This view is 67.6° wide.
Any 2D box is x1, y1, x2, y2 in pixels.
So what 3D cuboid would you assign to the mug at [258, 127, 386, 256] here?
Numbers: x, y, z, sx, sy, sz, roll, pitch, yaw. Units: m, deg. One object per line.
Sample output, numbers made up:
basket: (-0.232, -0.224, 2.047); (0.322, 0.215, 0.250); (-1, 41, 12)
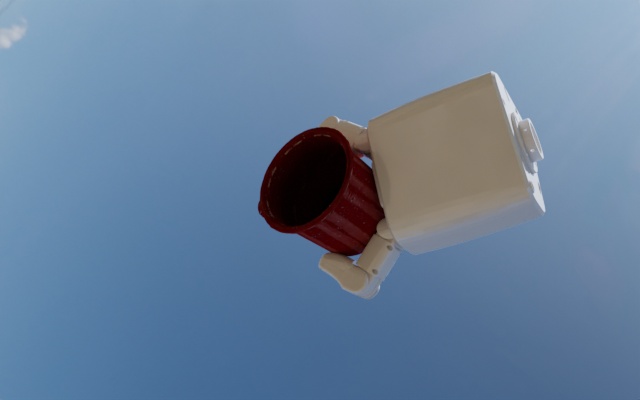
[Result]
mug: (-0.001, 0.002, 0.412); (0.117, 0.093, 0.081); (-19, -34, 31)
